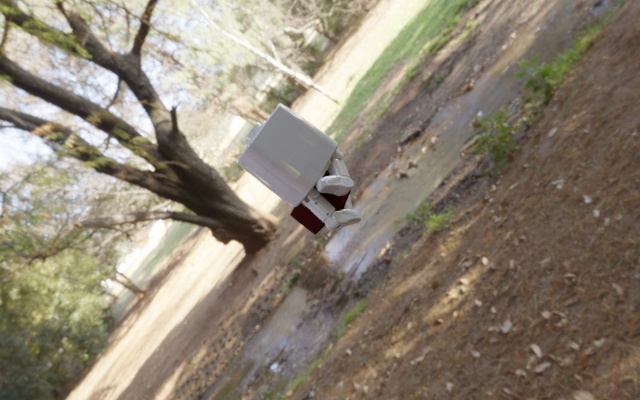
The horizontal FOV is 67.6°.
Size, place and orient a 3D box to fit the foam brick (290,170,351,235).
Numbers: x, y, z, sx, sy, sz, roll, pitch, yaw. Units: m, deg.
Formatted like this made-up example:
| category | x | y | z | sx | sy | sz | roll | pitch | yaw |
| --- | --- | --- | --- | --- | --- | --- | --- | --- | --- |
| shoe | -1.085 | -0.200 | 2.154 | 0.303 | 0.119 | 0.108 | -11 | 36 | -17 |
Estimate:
| category | x | y | z | sx | sy | sz | roll | pitch | yaw |
| --- | --- | --- | --- | --- | --- | --- | --- | --- | --- |
| foam brick | 0.000 | 0.003 | 0.722 | 0.051 | 0.053 | 0.078 | 36 | -48 | -10 |
